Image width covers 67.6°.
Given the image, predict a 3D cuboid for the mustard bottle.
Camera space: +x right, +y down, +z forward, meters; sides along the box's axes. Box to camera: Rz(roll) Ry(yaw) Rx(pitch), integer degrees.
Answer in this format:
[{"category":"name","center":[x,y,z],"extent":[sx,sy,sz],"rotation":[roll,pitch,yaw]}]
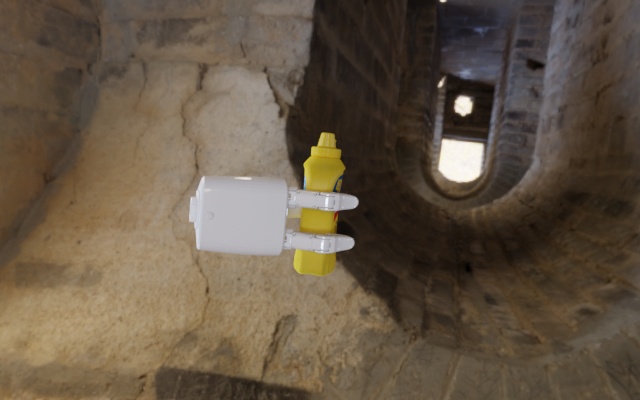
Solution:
[{"category":"mustard bottle","center":[0.000,0.002,0.666],"extent":[0.058,0.191,0.096],"rotation":[6,5,7]}]
